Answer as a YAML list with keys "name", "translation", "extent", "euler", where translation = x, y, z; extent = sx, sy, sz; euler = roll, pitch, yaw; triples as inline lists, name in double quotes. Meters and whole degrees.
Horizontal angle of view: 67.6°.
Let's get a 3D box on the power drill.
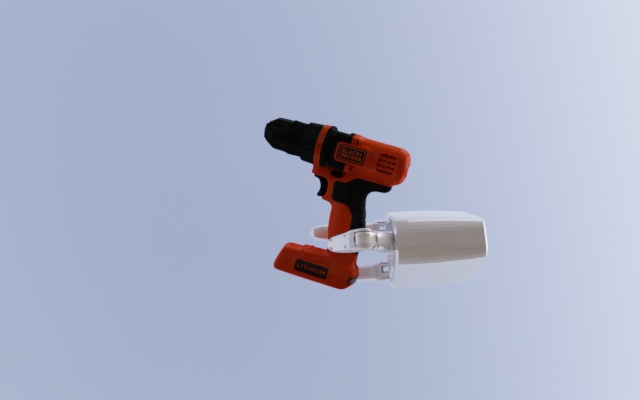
- name: "power drill"
  translation: [0.000, 0.002, 0.589]
  extent: [0.184, 0.188, 0.057]
  euler: [17, 10, 14]
